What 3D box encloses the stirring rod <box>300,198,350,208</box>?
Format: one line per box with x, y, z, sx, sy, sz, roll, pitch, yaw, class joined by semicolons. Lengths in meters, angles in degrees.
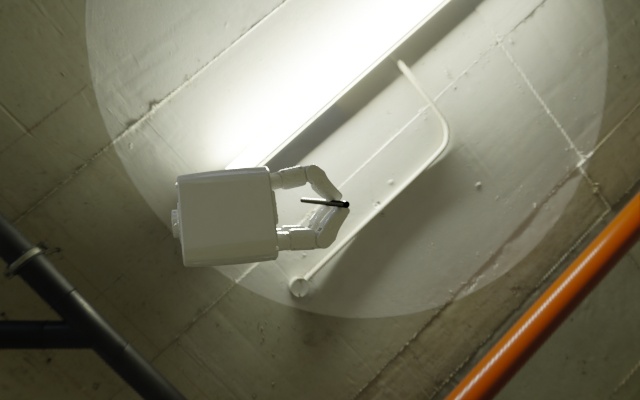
0.000;0.002;0.653;0.011;0.011;0.239;0;1;-14;stirring rod
